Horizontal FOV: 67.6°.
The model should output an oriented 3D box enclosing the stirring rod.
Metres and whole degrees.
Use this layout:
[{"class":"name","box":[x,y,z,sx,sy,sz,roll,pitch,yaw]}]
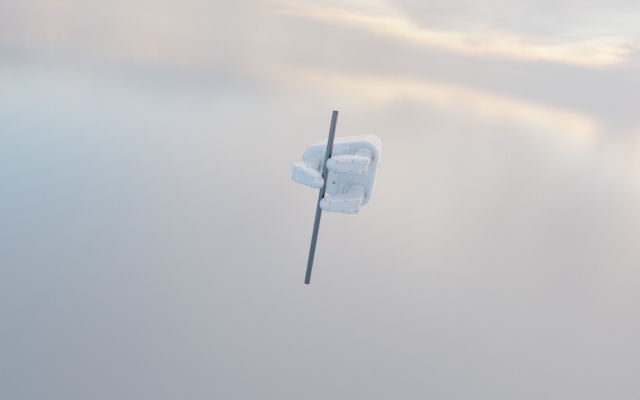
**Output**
[{"class":"stirring rod","box":[0.000,0.002,0.629,0.011,0.239,0.011,9,18,-3]}]
